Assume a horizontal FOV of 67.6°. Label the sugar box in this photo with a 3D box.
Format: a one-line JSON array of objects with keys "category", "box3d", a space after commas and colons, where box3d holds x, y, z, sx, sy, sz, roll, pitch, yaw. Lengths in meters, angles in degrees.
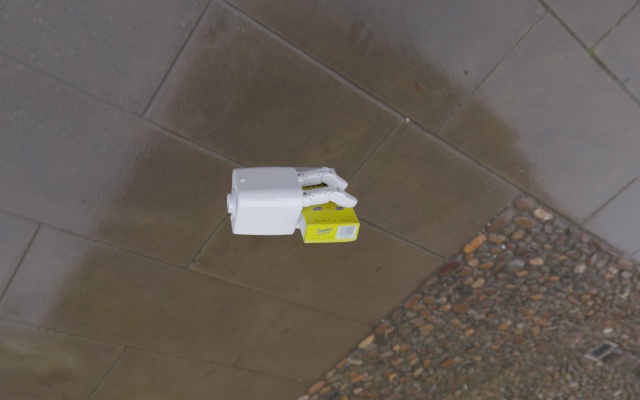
[{"category": "sugar box", "box3d": [0.000, 0.002, 0.854, 0.093, 0.048, 0.176, 0, 38, -17]}]
